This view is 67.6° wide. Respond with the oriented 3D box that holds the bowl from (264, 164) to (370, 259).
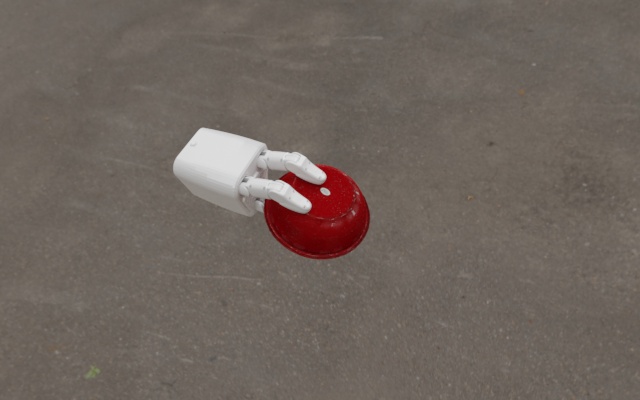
[{"bbox_3d":[0.001,0.002,0.696,0.162,0.162,0.055,0,-33,-12],"label":"bowl"}]
